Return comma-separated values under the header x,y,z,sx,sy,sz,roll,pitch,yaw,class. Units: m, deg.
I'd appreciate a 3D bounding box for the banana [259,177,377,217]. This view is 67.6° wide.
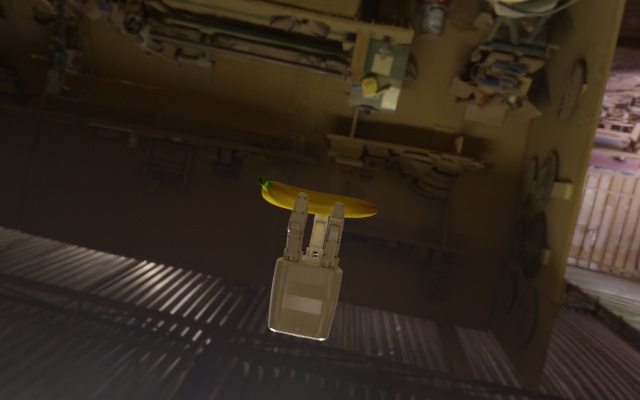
x,y,z,sx,sy,sz,roll,pitch,yaw,class
-0.010,0.002,0.748,0.198,0.037,0.069,12,-4,-21,banana
